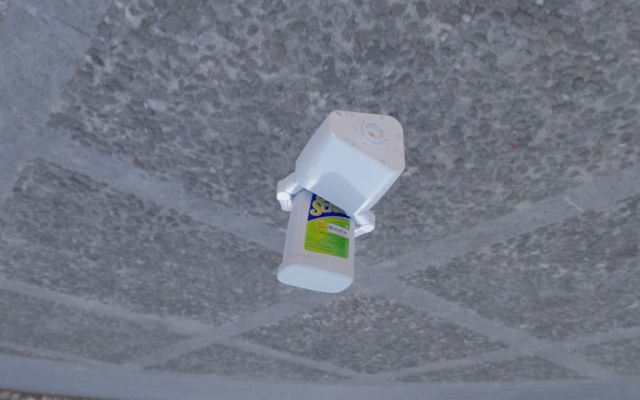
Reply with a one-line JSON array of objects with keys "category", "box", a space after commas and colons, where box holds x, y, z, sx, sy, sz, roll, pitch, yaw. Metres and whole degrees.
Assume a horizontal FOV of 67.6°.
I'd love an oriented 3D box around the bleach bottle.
[{"category": "bleach bottle", "box": [0.000, 0.002, 0.697, 0.102, 0.250, 0.068, 16, -36, -19]}]
